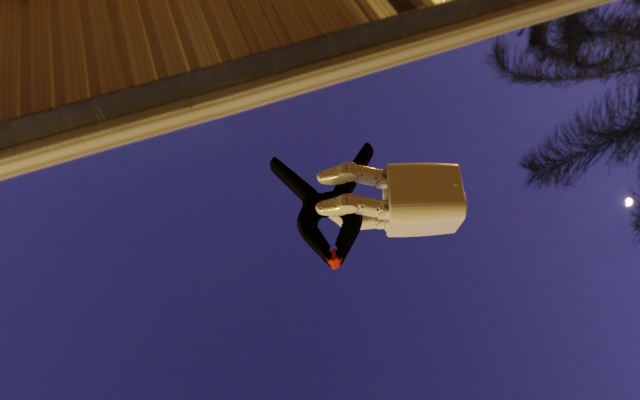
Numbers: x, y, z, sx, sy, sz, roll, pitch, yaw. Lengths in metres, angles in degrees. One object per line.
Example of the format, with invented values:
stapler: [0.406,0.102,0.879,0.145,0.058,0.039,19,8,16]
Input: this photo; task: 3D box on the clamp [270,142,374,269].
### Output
clamp: [0.000,0.003,0.710,0.164,0.209,0.036,-4,-34,7]
